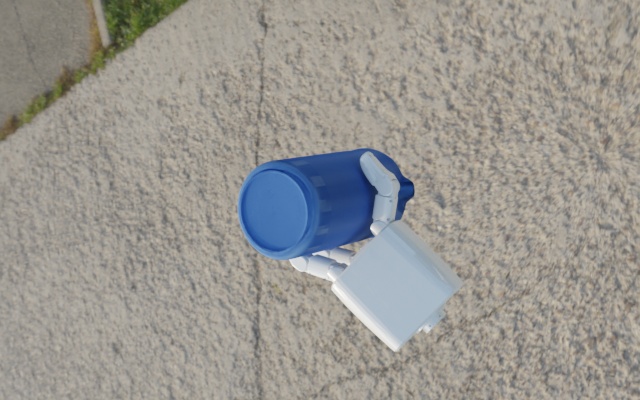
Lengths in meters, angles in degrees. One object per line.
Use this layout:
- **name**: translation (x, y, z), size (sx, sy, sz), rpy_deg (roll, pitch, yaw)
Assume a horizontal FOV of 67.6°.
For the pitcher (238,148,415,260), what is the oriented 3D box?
- **pitcher**: translation (0.000, 0.002, 0.611), size (0.145, 0.149, 0.243), rpy_deg (44, 24, 19)
